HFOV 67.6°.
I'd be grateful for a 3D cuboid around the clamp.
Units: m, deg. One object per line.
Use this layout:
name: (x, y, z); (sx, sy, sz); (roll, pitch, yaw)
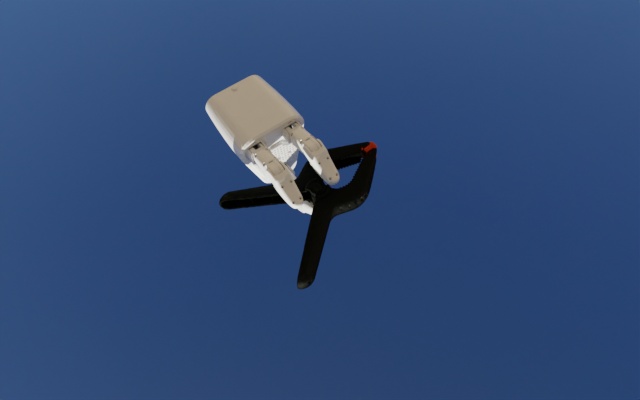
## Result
clamp: (0.000, 0.002, 0.602); (0.210, 0.164, 0.036); (-33, -26, -15)
